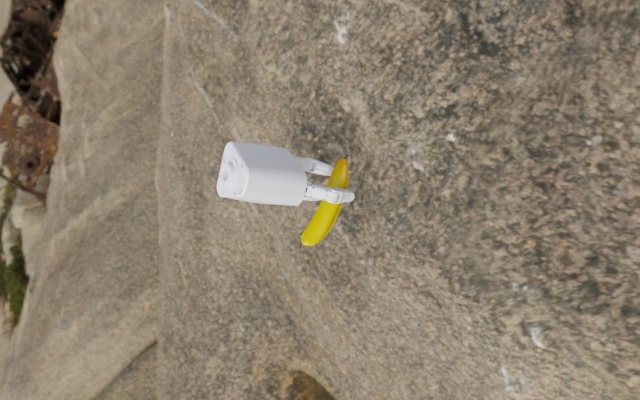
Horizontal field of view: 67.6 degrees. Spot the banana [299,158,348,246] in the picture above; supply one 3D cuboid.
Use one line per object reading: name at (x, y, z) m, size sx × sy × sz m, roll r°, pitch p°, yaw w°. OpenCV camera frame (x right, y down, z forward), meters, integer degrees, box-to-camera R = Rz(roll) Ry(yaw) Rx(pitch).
banana at (0.005, 0.018, 0.853) m, size 0.037 × 0.198 × 0.069 m, roll 6°, pitch 40°, yaw -33°
